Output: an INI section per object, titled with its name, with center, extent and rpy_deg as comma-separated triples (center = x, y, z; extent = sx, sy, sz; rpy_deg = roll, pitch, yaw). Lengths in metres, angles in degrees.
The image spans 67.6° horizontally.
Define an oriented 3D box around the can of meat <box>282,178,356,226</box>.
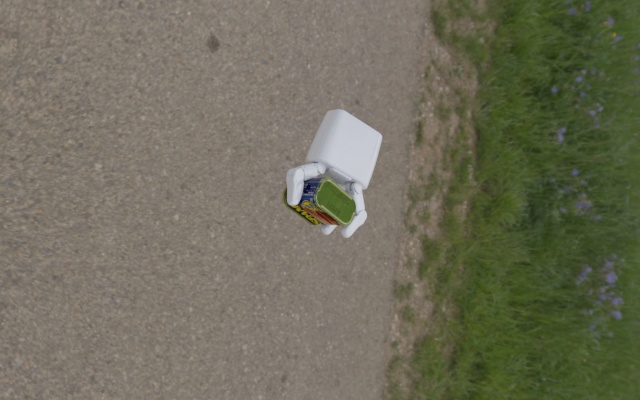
[can of meat]
center = 0.000, 0.003, 0.815
extent = 0.084, 0.057, 0.102
rpy_deg = 1, -29, 47
